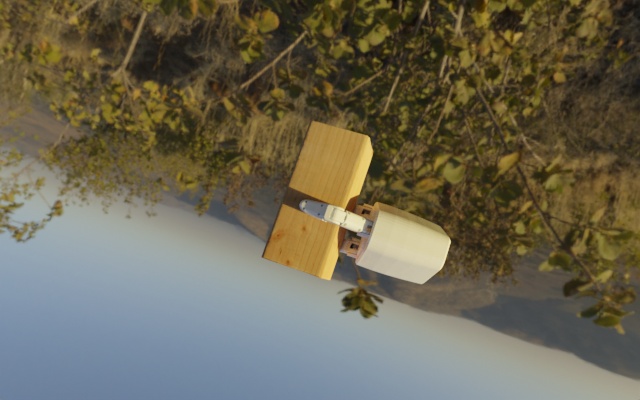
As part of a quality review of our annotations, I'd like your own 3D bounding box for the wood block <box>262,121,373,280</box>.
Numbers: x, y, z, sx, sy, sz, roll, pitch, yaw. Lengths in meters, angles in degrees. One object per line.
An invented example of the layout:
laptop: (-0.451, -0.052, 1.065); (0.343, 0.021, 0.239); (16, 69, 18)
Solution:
wood block: (0.000, 0.002, 0.696); (0.090, 0.206, 0.091); (17, -8, 13)
